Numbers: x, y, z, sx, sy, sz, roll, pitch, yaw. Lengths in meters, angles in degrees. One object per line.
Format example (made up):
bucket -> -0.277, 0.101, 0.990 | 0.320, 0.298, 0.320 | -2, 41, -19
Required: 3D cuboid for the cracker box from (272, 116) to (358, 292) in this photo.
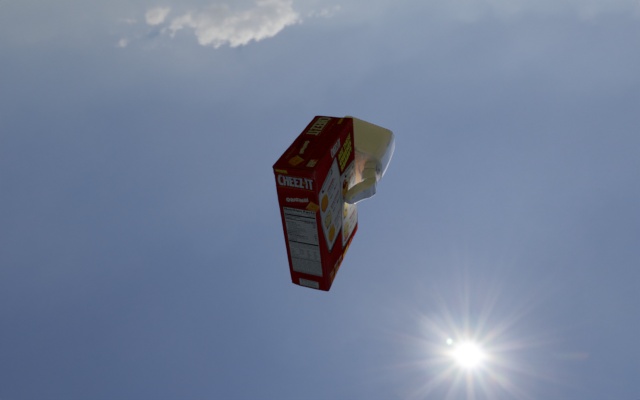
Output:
cracker box -> 0.000, 0.003, 0.727 | 0.072, 0.214, 0.164 | 7, 36, 19
